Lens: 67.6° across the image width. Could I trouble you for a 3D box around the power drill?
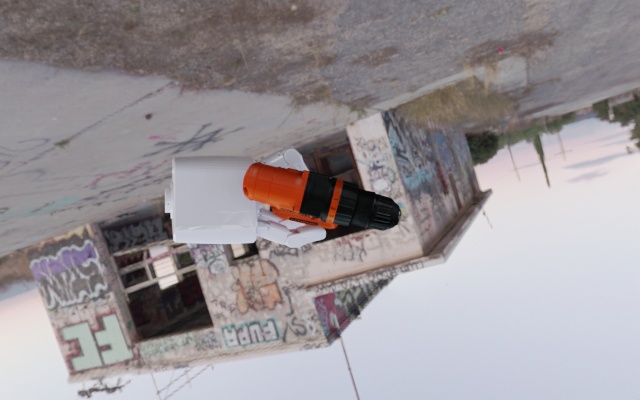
[{"bbox_3d":[0.000,0.002,0.615,0.184,0.057,0.187,16,-7,-1],"label":"power drill"}]
